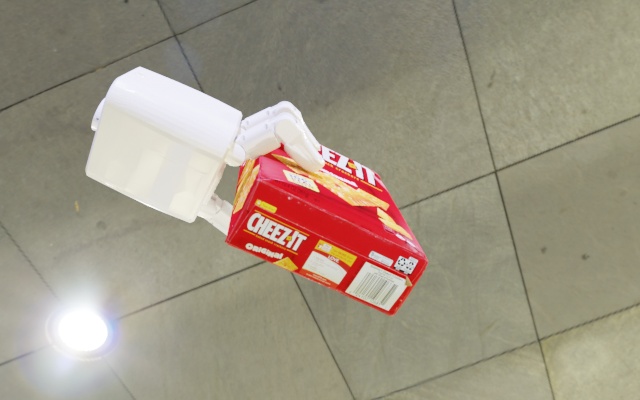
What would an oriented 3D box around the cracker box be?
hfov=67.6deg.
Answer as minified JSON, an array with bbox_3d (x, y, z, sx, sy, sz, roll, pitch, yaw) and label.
[{"bbox_3d":[0.000,0.002,0.482,0.164,0.072,0.213,26,18,-15],"label":"cracker box"}]
